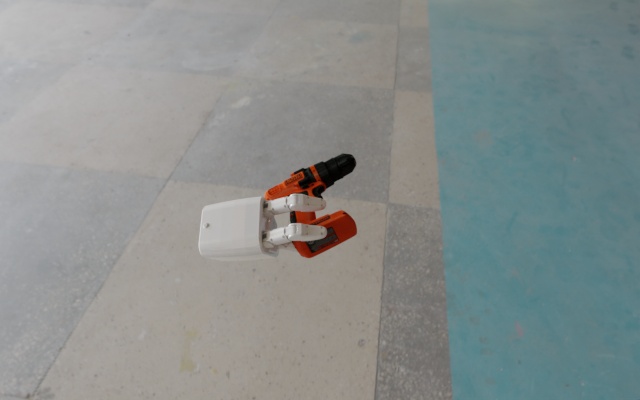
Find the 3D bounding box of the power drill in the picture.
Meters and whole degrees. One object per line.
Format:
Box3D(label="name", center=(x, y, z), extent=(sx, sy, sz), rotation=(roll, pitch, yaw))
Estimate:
Box3D(label="power drill", center=(0.000, 0.003, 0.839), extent=(0.184, 0.057, 0.187), rotation=(-28, 36, 3))
